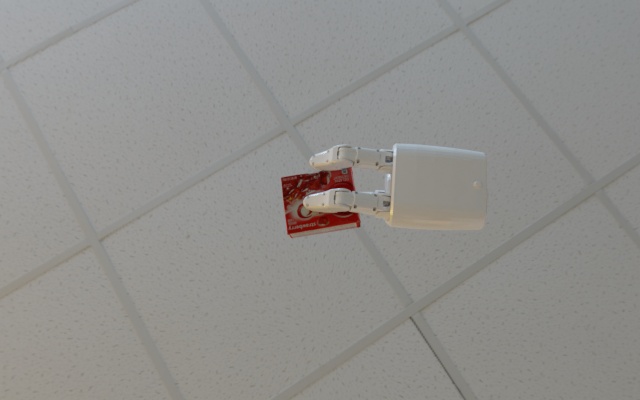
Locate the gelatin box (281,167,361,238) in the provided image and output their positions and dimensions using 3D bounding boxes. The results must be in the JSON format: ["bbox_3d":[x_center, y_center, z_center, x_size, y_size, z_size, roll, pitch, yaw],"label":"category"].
[{"bbox_3d":[0.000,0.002,0.582,0.089,0.073,0.030,-10,-17,5],"label":"gelatin box"}]
